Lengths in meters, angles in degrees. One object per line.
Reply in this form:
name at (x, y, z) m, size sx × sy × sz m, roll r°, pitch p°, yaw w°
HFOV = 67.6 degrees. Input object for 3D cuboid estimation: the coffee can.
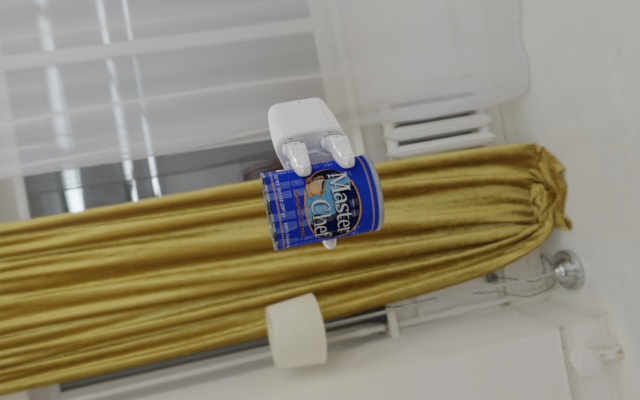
coffee can at (0.000, 0.002, 0.620) m, size 0.140 × 0.103 × 0.103 m, roll -11°, pitch 1°, yaw -8°
